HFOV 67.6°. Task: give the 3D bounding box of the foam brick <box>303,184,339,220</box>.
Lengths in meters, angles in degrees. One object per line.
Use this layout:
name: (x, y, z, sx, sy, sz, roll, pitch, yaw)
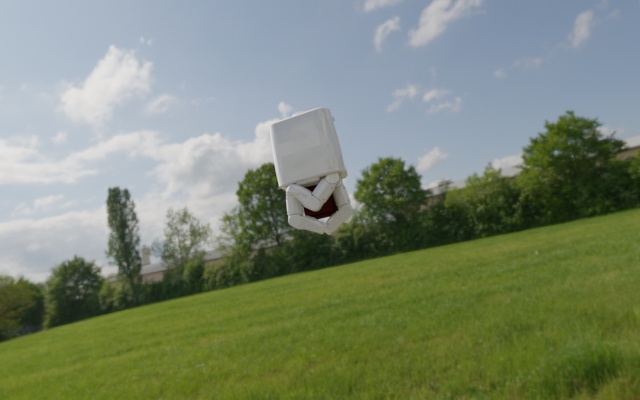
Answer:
foam brick: (0.000, 0.003, 0.813, 0.053, 0.051, 0.078, -13, -6, 6)
